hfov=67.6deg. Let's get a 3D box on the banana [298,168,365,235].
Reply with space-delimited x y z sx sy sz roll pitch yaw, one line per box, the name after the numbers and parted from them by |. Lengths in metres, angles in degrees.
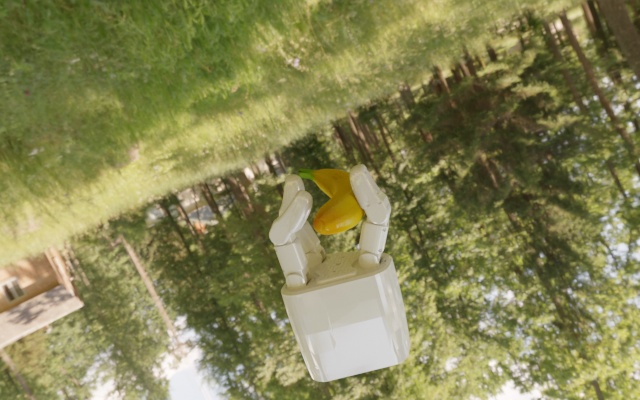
0.018 -0.002 0.517 0.069 0.037 0.197 -9 16 -5 | banana
